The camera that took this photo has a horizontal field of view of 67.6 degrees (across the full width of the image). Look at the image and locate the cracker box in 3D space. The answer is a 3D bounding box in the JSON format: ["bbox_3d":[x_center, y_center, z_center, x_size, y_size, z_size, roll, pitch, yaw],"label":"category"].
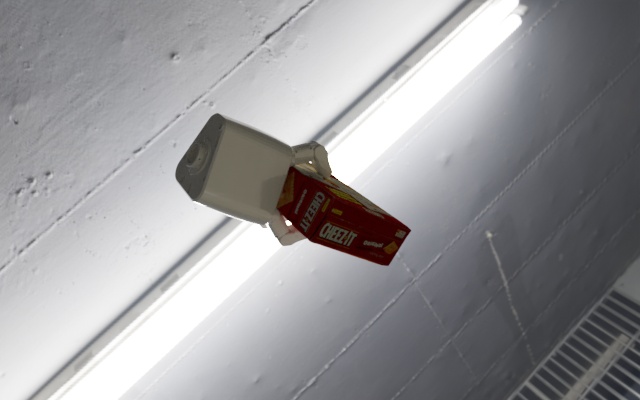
[{"bbox_3d":[0.000,0.002,0.695,0.164,0.072,0.213,21,12,-41],"label":"cracker box"}]
